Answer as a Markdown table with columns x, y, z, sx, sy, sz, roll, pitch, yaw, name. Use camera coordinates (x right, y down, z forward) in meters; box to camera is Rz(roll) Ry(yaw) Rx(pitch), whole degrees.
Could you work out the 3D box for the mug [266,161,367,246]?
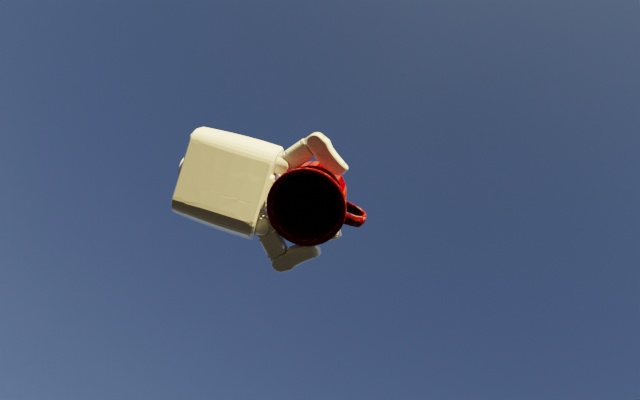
| x | y | z | sx | sy | sz | roll | pitch | yaw | name |
| --- | --- | --- | --- | --- | --- | --- | --- | --- | --- |
| 0.002 | 0.002 | 0.581 | 0.117 | 0.093 | 0.081 | 18 | 17 | 3 | mug |
